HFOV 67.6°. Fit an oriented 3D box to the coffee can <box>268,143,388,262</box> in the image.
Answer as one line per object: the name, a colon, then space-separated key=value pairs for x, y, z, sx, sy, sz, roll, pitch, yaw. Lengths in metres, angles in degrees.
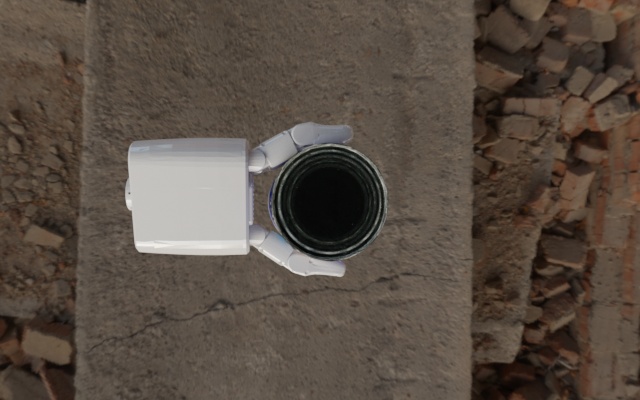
coffee can: x=0.000 y=0.002 z=0.478 sx=0.103 sy=0.103 sz=0.140 roll=0 pitch=0 yaw=-7
